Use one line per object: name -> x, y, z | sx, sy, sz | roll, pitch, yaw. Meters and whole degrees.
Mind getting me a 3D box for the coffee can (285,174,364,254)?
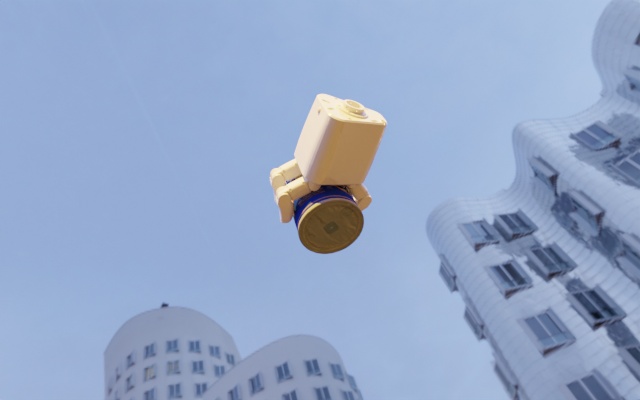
coffee can -> 0.000, 0.003, 0.771 | 0.103, 0.103, 0.140 | 0, 34, -17
